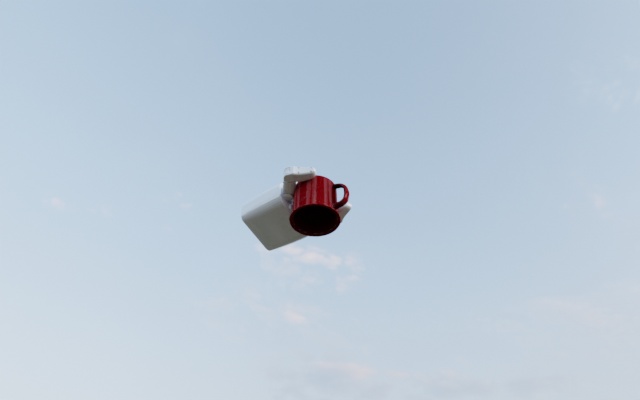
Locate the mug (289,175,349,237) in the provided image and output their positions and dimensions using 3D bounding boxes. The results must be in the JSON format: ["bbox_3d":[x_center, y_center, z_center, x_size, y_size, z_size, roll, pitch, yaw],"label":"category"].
[{"bbox_3d":[0.001,0.002,0.881,0.117,0.081,0.093,-25,-48,25],"label":"mug"}]
